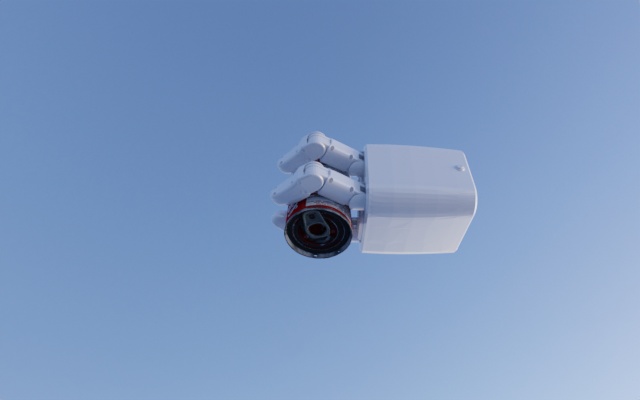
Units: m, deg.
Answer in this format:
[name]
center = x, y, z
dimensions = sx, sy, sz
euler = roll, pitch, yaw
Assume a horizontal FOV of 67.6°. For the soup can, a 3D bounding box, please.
[soup can]
center = 0.000, 0.002, 0.508
dimensions = 0.068, 0.069, 0.102
euler = 0, 40, 3
